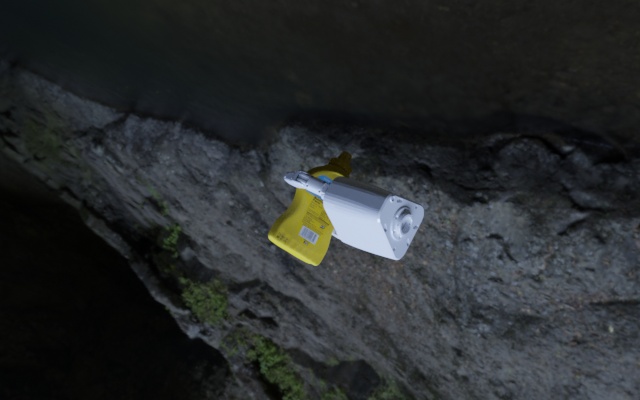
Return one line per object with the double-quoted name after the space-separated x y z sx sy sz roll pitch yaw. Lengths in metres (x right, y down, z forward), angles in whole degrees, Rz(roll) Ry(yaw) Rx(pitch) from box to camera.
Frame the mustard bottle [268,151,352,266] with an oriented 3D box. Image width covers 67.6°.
0.000 0.003 0.784 0.096 0.191 0.058 34 -13 -22 "mustard bottle"
